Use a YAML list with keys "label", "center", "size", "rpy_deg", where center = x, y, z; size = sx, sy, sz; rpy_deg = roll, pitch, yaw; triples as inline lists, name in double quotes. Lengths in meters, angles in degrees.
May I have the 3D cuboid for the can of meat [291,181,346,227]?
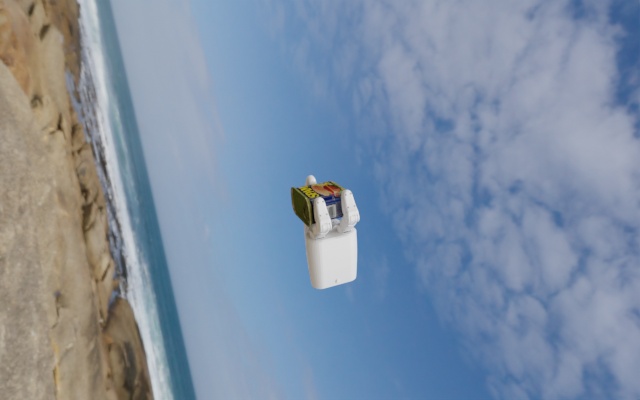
- label: "can of meat"
  center: [0.000, 0.003, 0.898]
  size: [0.084, 0.057, 0.102]
  rpy_deg: [-12, 21, -18]
